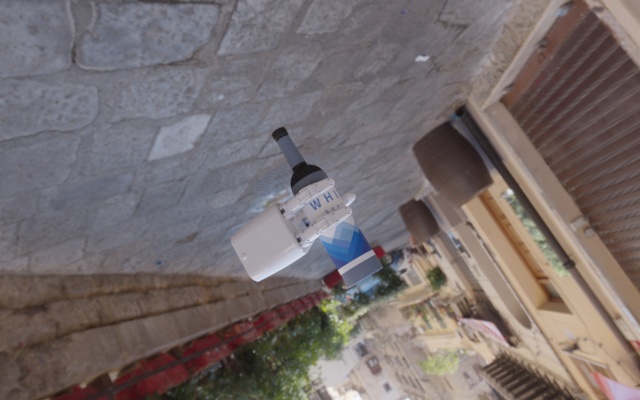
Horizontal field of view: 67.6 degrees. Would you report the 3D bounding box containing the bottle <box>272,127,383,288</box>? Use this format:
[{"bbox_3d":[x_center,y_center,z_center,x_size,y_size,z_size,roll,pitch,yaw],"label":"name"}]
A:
[{"bbox_3d":[0.000,0.003,0.810,0.069,0.295,0.069,-30,-11,-6],"label":"bottle"}]
